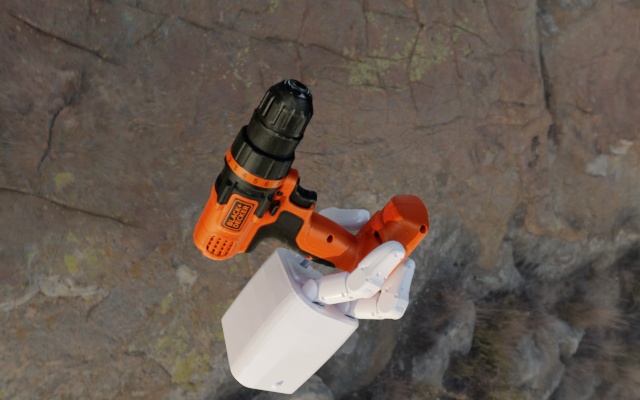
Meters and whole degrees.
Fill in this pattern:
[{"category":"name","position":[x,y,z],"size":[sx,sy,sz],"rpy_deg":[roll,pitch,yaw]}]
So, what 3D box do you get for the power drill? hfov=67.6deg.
[{"category":"power drill","position":[0.000,0.002,0.428],"size":[0.188,0.184,0.057],"rpy_deg":[22,35,-19]}]
